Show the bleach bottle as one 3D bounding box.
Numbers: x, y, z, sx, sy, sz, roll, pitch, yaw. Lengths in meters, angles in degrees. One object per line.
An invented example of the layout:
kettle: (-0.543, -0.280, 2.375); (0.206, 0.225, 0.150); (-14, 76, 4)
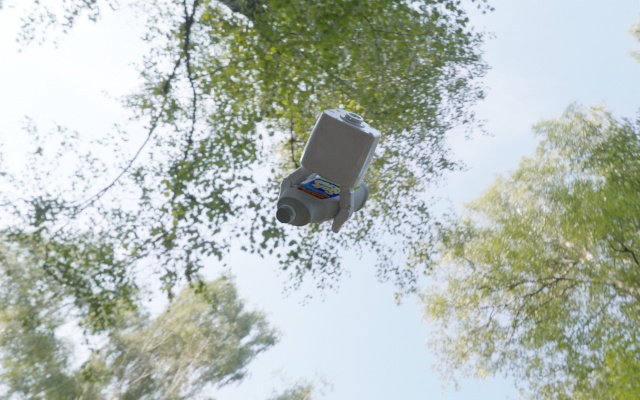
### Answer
bleach bottle: (0.000, 0.003, 0.898); (0.102, 0.068, 0.251); (32, 25, 17)
